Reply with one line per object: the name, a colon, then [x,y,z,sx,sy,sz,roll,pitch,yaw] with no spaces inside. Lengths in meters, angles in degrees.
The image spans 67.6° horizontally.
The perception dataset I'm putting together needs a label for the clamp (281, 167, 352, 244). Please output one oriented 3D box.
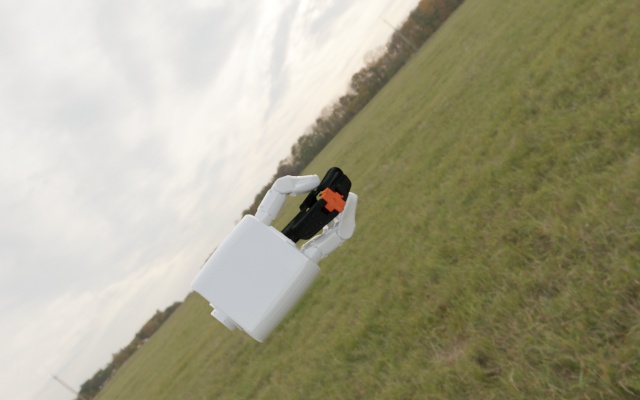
clamp: [-0.001,0.002,0.609,0.036,0.164,0.210,39,-18,-5]
